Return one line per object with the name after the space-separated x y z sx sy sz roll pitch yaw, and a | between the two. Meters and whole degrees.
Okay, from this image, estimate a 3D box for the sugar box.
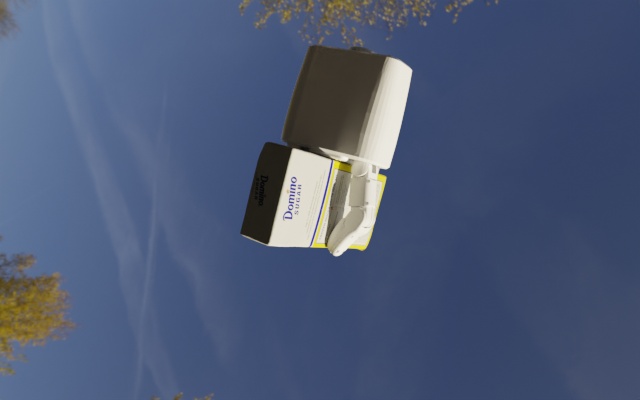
0.000 0.001 0.503 0.048 0.093 0.176 17 3 38 | sugar box
